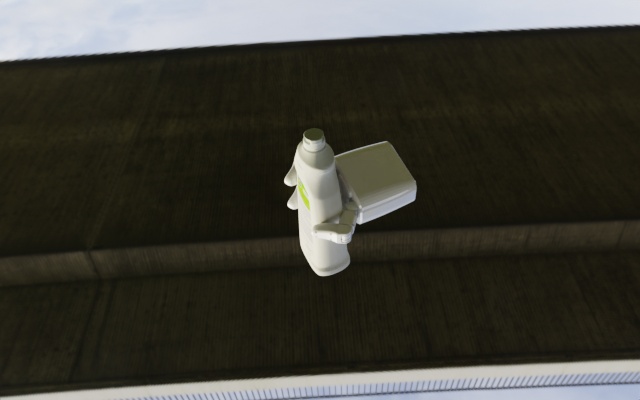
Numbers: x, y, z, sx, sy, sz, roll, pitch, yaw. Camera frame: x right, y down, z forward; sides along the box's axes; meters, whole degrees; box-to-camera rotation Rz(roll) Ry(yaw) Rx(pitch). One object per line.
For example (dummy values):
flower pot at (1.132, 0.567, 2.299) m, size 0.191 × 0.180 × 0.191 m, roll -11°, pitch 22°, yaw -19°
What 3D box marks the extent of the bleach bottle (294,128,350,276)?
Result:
bleach bottle at (0.000, 0.002, 0.744) m, size 0.068 × 0.251 × 0.102 m, roll -20°, pitch 47°, yaw -16°
